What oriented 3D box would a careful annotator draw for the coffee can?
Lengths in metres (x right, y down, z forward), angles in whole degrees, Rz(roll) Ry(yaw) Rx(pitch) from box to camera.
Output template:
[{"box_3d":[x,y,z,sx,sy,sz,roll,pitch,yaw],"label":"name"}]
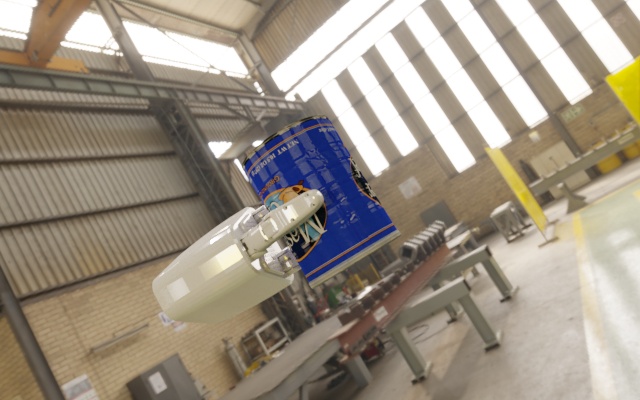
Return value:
[{"box_3d":[0.000,0.002,0.478,0.103,0.140,0.103,-30,-8,-5],"label":"coffee can"}]
